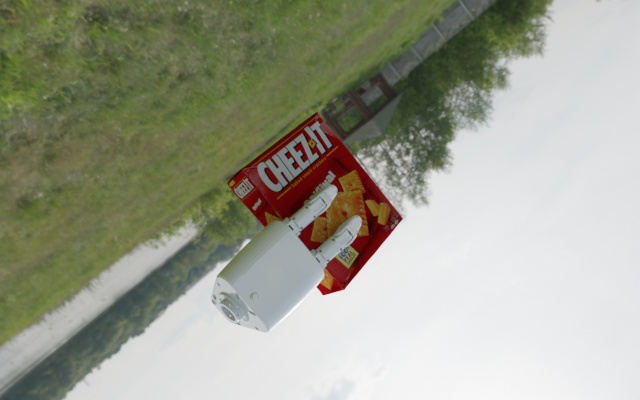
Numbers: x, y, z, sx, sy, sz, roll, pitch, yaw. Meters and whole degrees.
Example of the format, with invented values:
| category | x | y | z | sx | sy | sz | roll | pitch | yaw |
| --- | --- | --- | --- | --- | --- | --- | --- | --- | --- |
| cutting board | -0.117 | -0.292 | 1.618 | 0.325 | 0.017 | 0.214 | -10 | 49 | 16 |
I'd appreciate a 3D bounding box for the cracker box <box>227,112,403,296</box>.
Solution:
| category | x | y | z | sx | sy | sz | roll | pitch | yaw |
| --- | --- | --- | --- | --- | --- | --- | --- | --- | --- |
| cracker box | 0.000 | 0.002 | 0.694 | 0.164 | 0.214 | 0.072 | -43 | 7 | -33 |
